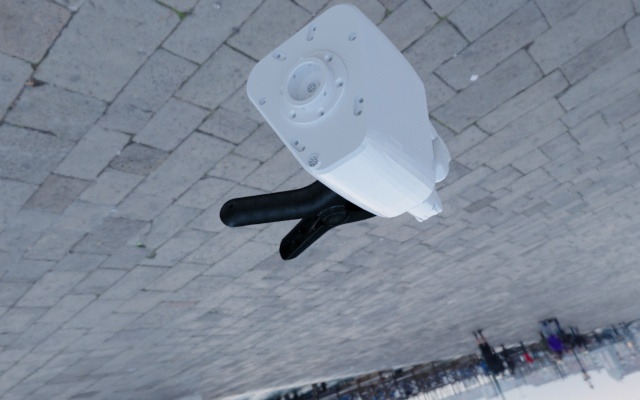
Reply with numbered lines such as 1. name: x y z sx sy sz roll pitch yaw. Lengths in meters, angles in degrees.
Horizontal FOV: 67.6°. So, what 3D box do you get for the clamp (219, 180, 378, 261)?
1. clamp: 0.000 0.002 0.424 0.171 0.039 0.120 -30 -28 21
